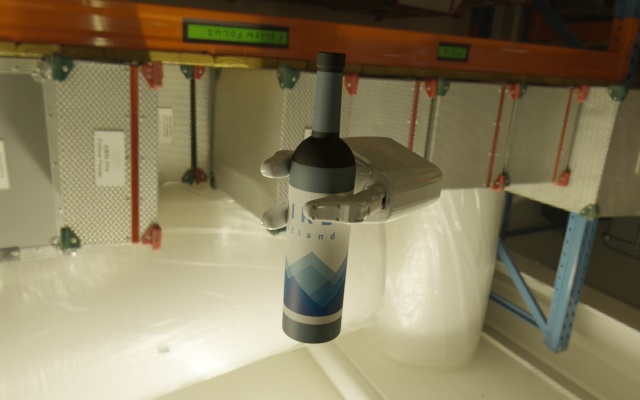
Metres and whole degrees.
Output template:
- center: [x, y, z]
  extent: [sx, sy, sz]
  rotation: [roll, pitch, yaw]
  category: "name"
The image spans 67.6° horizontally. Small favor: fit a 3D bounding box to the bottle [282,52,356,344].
- center: [0.000, 0.002, 0.491]
  extent: [0.069, 0.296, 0.069]
  rotation: [4, 17, -1]
  category: "bottle"
